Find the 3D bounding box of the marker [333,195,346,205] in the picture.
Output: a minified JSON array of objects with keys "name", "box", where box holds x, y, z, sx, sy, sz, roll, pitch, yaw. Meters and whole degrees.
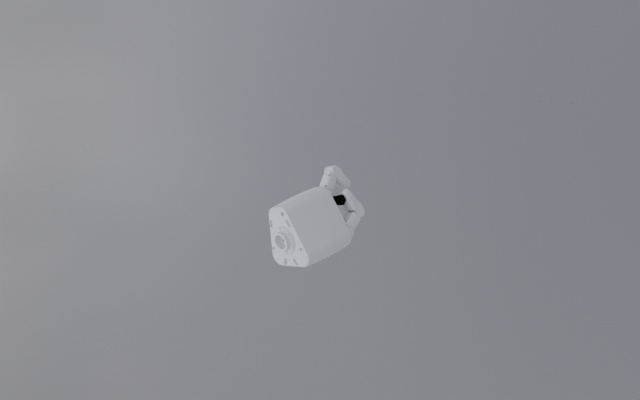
[{"name":"marker","box":[0.000,0.003,0.867,0.020,0.020,0.121,0,-4,-43]}]
